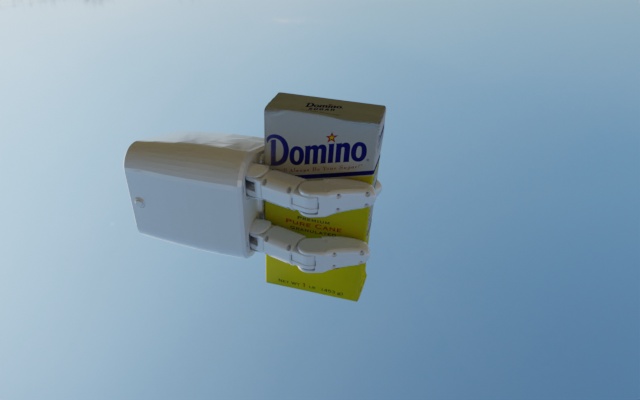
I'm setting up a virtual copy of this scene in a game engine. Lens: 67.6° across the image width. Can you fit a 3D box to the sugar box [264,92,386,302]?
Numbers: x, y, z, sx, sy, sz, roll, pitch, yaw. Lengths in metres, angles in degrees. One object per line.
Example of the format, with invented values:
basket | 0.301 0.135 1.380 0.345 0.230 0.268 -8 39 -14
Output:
sugar box | 0.000 0.002 0.415 0.093 0.176 0.048 9 34 11
